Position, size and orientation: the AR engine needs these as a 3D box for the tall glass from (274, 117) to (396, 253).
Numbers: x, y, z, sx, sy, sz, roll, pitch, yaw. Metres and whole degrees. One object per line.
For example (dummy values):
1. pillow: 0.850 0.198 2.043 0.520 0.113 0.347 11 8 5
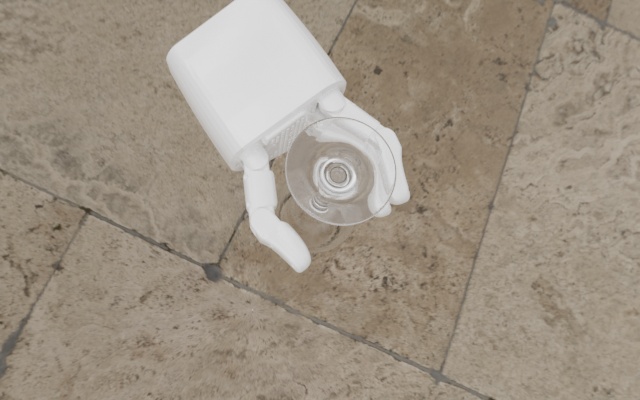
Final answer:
1. tall glass: 0.000 0.001 0.407 0.079 0.079 0.201 0 -13 -8
